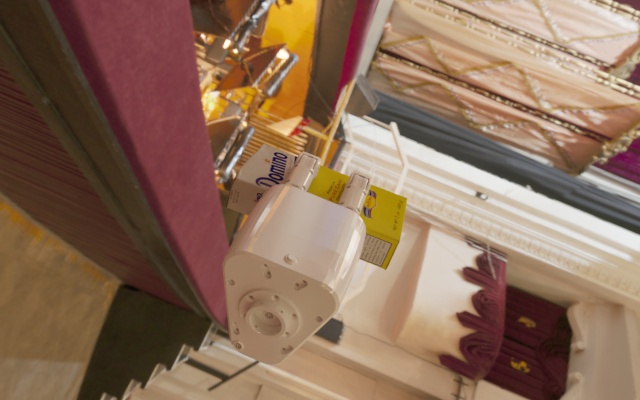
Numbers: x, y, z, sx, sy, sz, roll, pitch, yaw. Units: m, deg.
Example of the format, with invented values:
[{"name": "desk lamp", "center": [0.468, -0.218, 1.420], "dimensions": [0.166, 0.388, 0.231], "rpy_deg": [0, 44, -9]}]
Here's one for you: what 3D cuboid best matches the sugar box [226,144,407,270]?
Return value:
[{"name": "sugar box", "center": [0.000, 0.001, 0.509], "dimensions": [0.176, 0.048, 0.093], "rpy_deg": [23, 32, 2]}]
